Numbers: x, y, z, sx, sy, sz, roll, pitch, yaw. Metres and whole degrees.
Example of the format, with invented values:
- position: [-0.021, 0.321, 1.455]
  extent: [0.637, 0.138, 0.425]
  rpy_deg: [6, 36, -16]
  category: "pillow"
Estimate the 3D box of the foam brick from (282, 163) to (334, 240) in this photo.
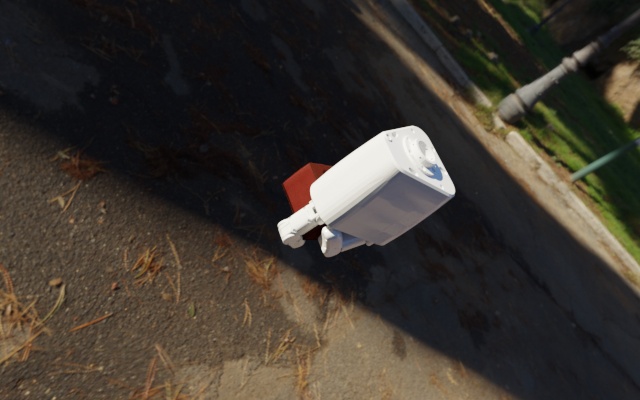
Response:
- position: [0.000, 0.002, 0.564]
  extent: [0.053, 0.078, 0.051]
  rpy_deg: [4, -33, -48]
  category: "foam brick"
